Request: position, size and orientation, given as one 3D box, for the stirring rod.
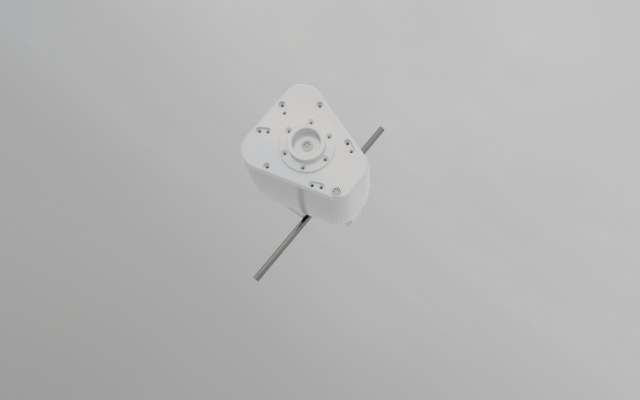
[{"bbox_3d":[0.000,0.002,0.579,0.011,0.239,0.011,39,-7,6],"label":"stirring rod"}]
